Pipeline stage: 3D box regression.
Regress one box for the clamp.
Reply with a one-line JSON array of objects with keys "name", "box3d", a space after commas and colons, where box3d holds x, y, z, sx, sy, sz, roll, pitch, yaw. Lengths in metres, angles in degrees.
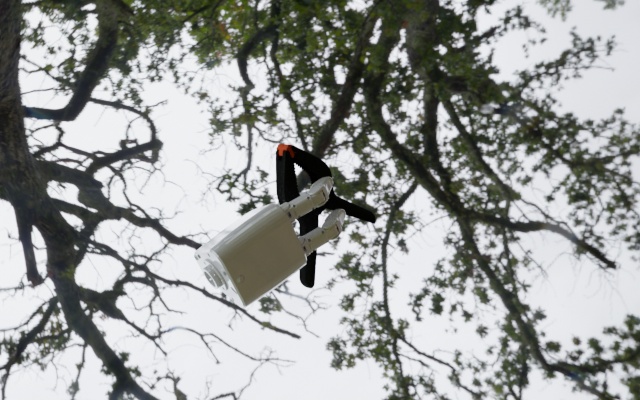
[{"name": "clamp", "box3d": [-0.001, 0.002, 0.704, 0.164, 0.210, 0.036, -36, 27, -30]}]
